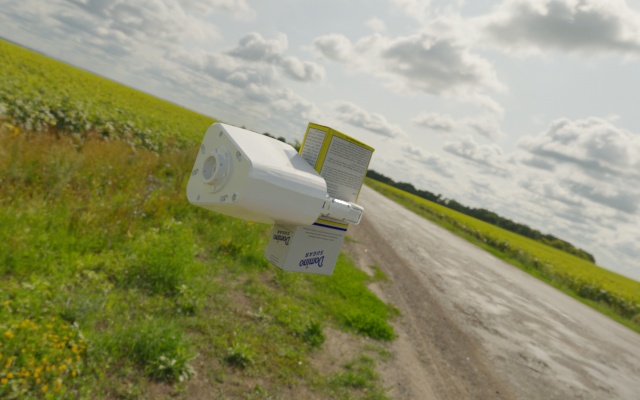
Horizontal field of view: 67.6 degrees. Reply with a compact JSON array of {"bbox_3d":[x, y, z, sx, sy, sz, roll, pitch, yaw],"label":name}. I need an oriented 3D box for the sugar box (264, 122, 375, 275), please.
[{"bbox_3d":[0.000,0.002,0.594,0.093,0.176,0.048,16,7,-46],"label":"sugar box"}]
